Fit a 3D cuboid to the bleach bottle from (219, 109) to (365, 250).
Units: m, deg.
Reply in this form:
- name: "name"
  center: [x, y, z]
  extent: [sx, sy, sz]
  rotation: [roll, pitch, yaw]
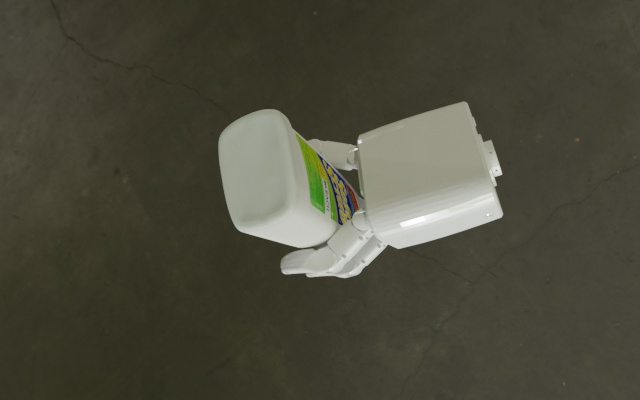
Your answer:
- name: "bleach bottle"
  center: [0.000, 0.002, 0.484]
  extent: [0.068, 0.102, 0.251]
  rotation: [-19, -19, 20]
